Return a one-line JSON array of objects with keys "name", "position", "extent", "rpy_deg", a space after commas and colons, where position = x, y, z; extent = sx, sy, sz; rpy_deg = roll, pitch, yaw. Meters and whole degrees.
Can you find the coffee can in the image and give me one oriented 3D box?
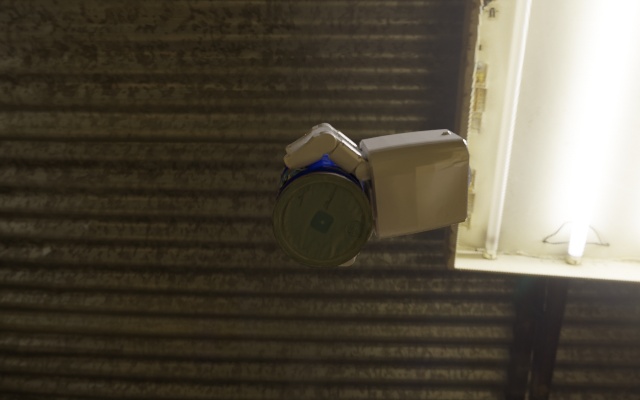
[{"name": "coffee can", "position": [0.000, 0.002, 0.549], "extent": [0.103, 0.103, 0.140], "rpy_deg": [0, 17, -2]}]
